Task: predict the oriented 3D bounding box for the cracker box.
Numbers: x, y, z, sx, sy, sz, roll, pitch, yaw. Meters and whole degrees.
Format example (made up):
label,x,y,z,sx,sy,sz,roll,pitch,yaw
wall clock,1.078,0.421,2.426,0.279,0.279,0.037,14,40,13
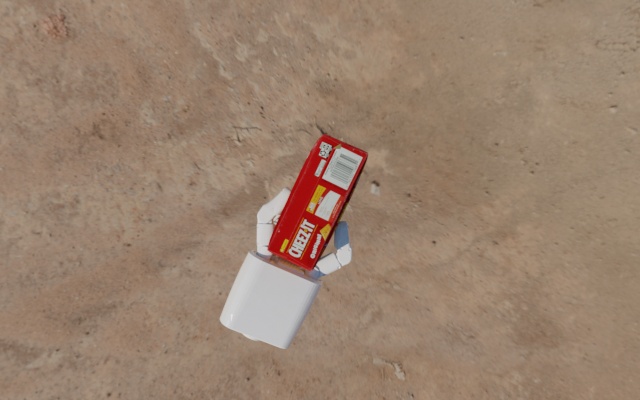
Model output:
label,x,y,z,sx,sy,sz,roll,pitch,yaw
cracker box,0.000,0.002,0.687,0.072,0.164,0.213,25,1,2
